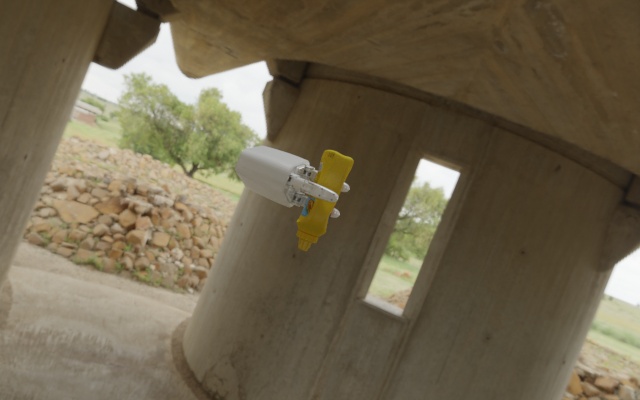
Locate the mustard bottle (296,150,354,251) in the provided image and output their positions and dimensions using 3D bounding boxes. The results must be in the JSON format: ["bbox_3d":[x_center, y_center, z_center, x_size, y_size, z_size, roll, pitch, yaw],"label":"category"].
[{"bbox_3d":[0.001,0.003,0.895,0.058,0.191,0.096,22,1,-12],"label":"mustard bottle"}]
